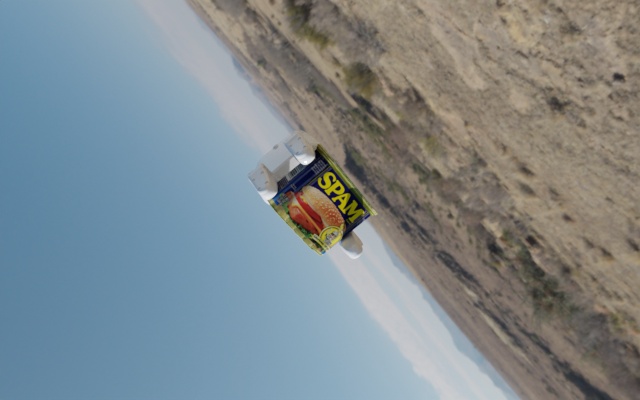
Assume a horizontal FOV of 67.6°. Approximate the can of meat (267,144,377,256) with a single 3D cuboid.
[{"bbox_3d":[0.000,0.002,0.542,0.084,0.102,0.057,-40,26,3],"label":"can of meat"}]
